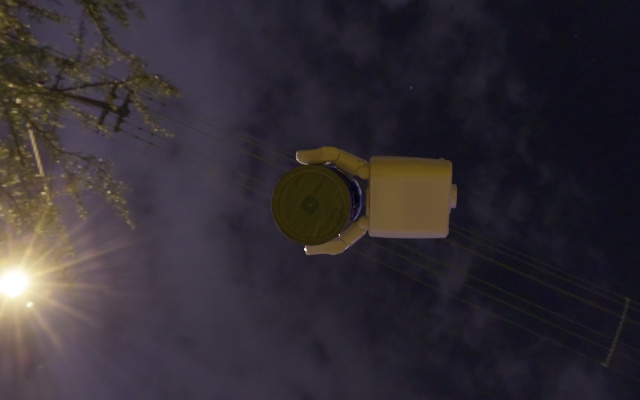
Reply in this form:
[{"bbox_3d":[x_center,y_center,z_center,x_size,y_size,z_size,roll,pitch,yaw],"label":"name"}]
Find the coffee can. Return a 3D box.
[{"bbox_3d":[0.000,0.002,0.665,0.103,0.103,0.140,0,3,11],"label":"coffee can"}]
